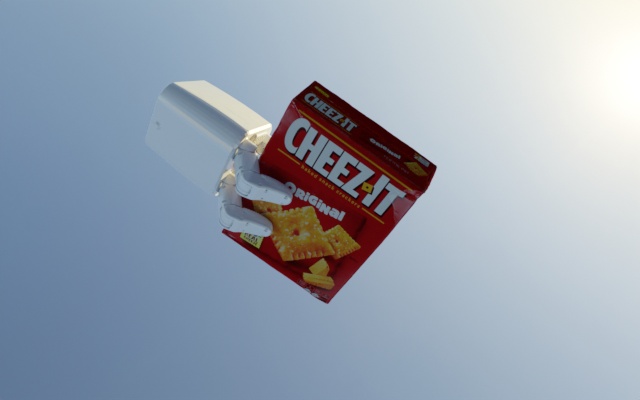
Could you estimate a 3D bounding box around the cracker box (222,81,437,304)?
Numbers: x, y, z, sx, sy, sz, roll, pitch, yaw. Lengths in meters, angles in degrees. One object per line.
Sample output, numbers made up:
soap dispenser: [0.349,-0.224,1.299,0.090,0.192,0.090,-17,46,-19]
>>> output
cracker box: [0.000,0.002,0.550,0.164,0.214,0.072,35,37,1]
